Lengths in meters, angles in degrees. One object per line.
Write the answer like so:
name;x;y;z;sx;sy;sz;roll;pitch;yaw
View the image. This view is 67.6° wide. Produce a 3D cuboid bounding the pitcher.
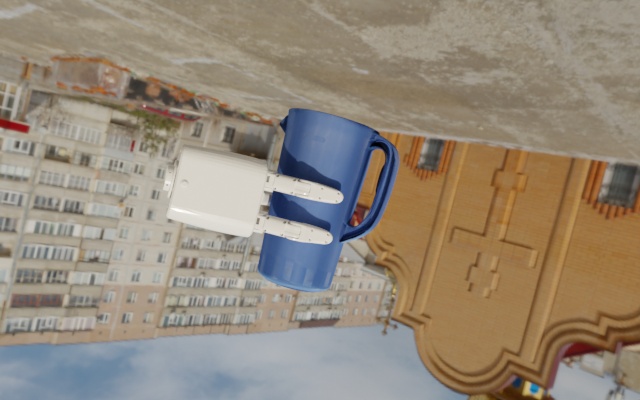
pitcher;0.000;0.002;0.673;0.145;0.243;0.149;13;2;-22
